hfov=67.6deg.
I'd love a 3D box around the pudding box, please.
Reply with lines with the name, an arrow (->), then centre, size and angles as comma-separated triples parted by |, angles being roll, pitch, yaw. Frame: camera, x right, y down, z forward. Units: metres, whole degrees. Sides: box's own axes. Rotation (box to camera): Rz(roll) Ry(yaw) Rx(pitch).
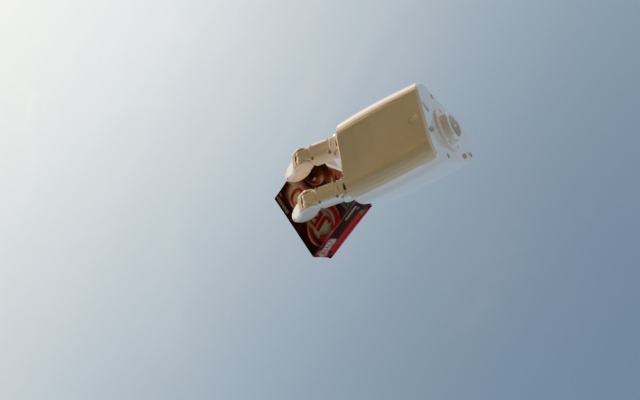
pudding box -> 0.000, 0.002, 0.591 | 0.039, 0.090, 0.113 | 15, 29, -44
